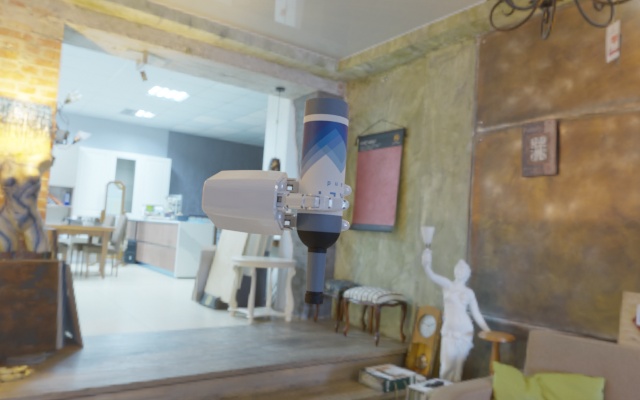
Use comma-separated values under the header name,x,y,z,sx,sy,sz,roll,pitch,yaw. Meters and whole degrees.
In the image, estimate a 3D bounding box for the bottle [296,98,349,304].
name,x,y,z,sx,sy,sz,roll,pitch,yaw
bottle,0.000,0.002,0.703,0.069,0.295,0.069,4,-4,0
